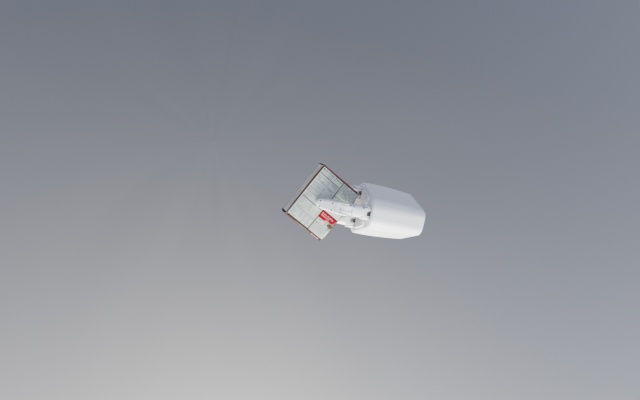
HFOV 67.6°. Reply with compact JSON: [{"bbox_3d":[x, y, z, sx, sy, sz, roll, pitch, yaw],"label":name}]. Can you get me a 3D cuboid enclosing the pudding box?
[{"bbox_3d":[0.000,0.003,0.864,0.090,0.113,0.039,40,-4,-16],"label":"pudding box"}]
